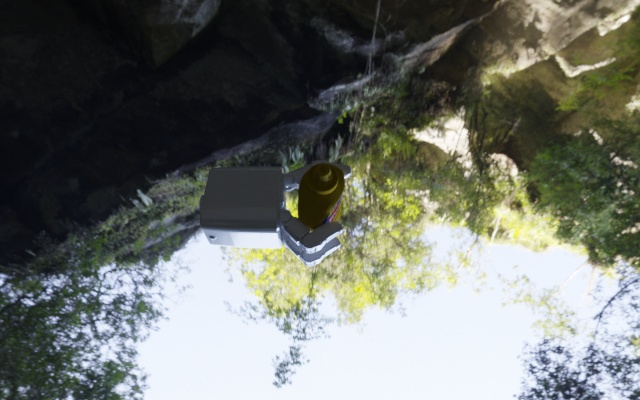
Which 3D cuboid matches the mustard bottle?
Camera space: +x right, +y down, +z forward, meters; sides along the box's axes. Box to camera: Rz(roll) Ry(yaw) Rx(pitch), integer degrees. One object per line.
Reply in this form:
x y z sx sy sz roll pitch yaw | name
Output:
0.000 0.002 0.673 0.058 0.096 0.192 23 -24 10 | mustard bottle
